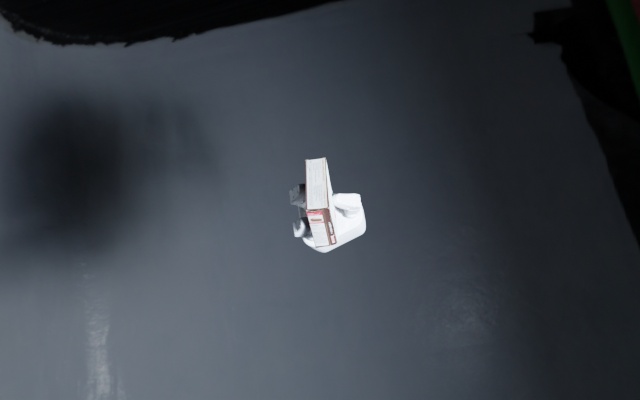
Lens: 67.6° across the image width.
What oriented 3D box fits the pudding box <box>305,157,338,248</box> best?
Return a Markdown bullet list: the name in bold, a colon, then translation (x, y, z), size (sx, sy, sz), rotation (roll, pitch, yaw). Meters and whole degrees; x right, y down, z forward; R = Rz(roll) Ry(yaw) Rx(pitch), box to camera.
- **pudding box**: translation (0.000, 0.002, 0.747), size (0.039, 0.113, 0.090), rotation (-10, -44, 5)
